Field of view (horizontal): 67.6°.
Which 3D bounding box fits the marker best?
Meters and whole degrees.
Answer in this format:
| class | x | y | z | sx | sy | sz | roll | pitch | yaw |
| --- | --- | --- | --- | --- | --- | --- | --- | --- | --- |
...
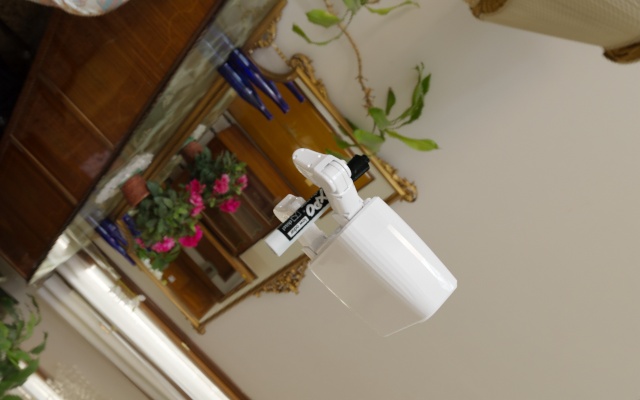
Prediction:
| class | x | y | z | sx | sy | sz | roll | pitch | yaw |
| --- | --- | --- | --- | --- | --- | --- | --- | --- | --- |
| marker | 0.000 | 0.001 | 0.421 | 0.121 | 0.020 | 0.020 | -44 | 14 | -15 |
